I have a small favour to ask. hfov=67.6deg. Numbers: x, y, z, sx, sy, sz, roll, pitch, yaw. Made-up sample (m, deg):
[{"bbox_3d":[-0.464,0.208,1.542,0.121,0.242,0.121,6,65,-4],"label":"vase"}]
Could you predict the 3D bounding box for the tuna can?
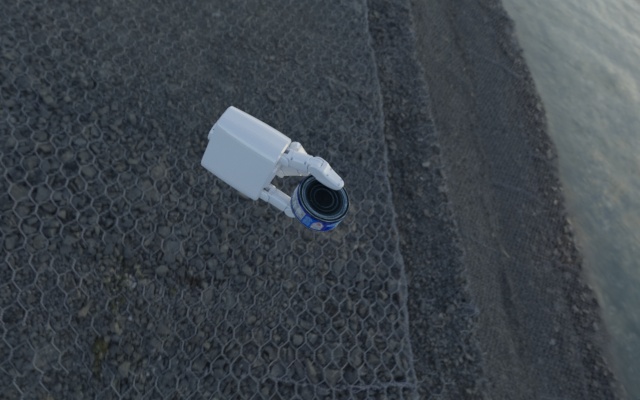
[{"bbox_3d":[0.000,0.002,0.720,0.086,0.086,0.034,0,-28,-27],"label":"tuna can"}]
